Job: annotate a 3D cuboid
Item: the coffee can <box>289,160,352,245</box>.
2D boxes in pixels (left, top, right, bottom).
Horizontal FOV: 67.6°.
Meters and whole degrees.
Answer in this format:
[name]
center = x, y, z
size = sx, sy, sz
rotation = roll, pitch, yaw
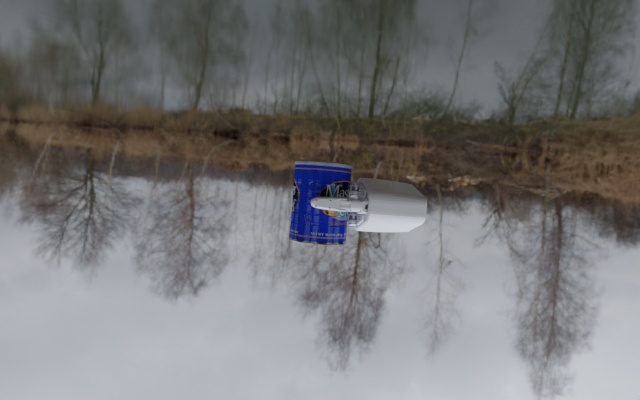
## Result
[coffee can]
center = 0.000, 0.003, 0.852
size = 0.103, 0.140, 0.103
rotation = 5, 2, 0
